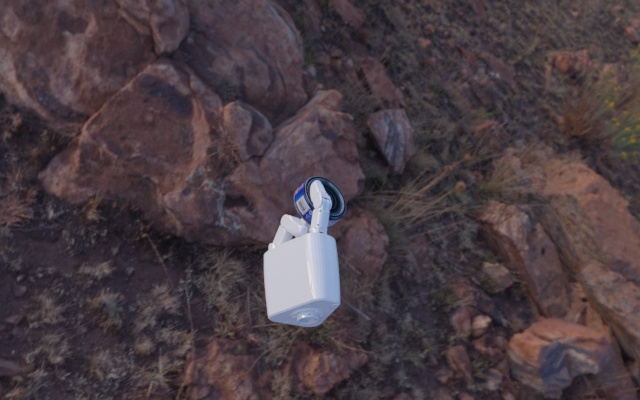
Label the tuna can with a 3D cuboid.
[{"bbox_3d":[0.000,0.002,0.791,0.086,0.086,0.034,0,-32,-41],"label":"tuna can"}]
